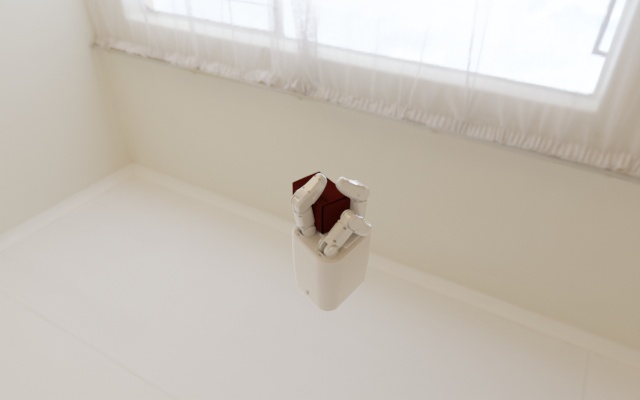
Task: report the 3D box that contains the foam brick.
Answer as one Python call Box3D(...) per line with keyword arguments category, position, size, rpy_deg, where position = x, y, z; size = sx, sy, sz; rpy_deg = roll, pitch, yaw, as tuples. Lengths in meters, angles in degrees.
Box3D(category="foam brick", position=(0.000, 0.002, 0.705), size=(0.053, 0.051, 0.078), rpy_deg=(-22, 41, -28))
